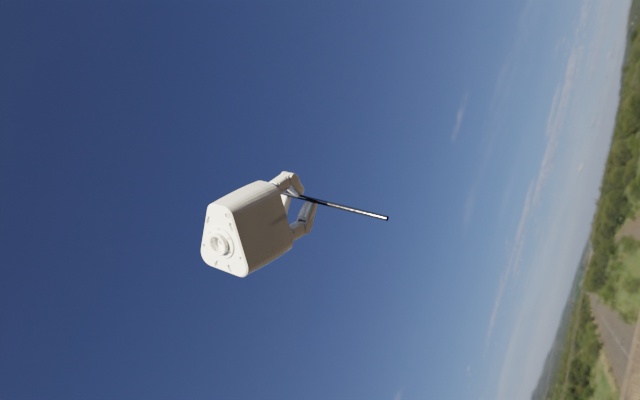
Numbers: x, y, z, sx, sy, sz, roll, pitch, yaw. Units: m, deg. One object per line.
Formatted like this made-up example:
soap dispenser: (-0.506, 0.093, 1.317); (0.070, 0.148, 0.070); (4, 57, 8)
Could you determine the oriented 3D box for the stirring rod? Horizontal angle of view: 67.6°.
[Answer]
stirring rod: (0.000, 0.003, 0.780); (0.239, 0.011, 0.011); (14, 7, 30)
